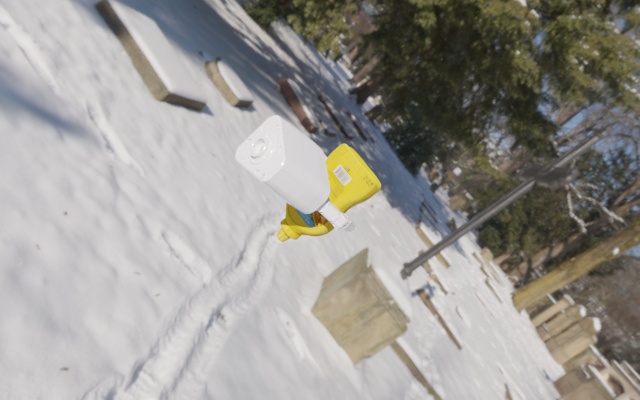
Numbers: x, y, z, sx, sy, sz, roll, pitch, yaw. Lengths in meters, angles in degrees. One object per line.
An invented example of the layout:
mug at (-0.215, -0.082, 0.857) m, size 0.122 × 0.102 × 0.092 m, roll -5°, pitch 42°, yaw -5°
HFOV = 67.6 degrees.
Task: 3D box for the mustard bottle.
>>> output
mustard bottle at (0.000, 0.003, 0.789) m, size 0.191 × 0.096 × 0.058 m, roll -42°, pitch -21°, yaw 13°
